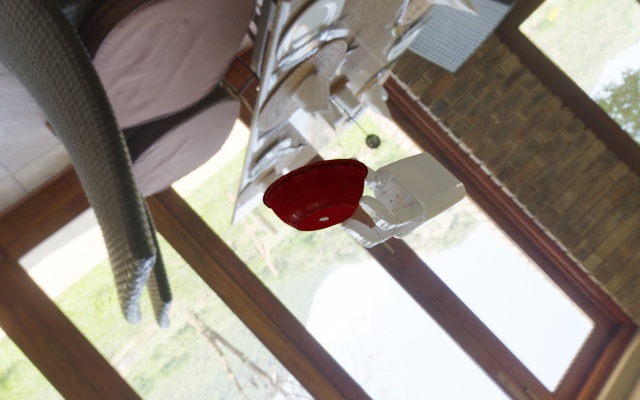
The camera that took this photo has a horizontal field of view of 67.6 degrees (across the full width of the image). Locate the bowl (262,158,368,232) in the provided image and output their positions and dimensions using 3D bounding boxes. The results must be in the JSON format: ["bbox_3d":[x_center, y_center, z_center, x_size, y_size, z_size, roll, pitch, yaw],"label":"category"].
[{"bbox_3d":[-0.001,0.003,0.692,0.162,0.055,0.162,-15,-21,-6],"label":"bowl"}]
